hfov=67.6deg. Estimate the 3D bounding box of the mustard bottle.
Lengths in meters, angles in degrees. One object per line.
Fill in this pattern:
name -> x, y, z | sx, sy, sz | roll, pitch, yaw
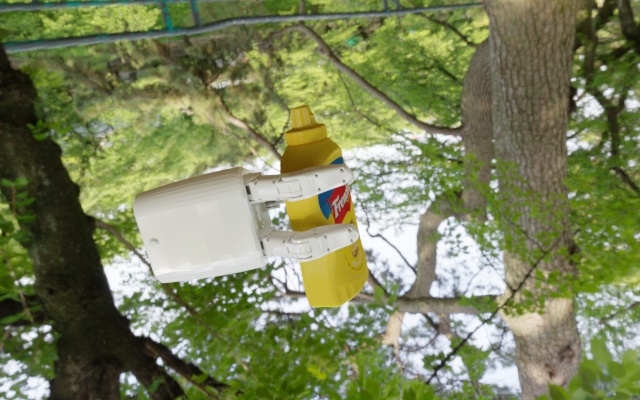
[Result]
mustard bottle -> 0.000, 0.002, 0.477 | 0.058, 0.192, 0.096 | -5, 16, 27
